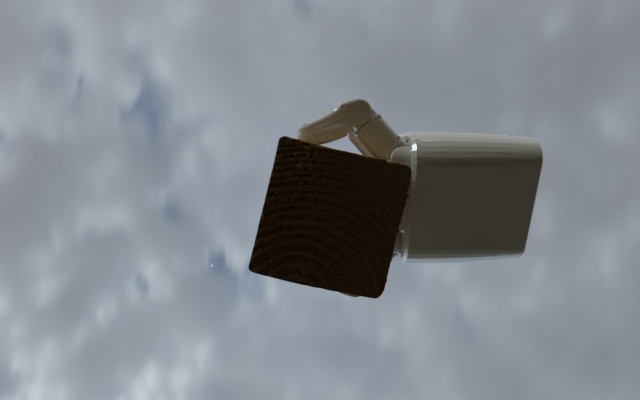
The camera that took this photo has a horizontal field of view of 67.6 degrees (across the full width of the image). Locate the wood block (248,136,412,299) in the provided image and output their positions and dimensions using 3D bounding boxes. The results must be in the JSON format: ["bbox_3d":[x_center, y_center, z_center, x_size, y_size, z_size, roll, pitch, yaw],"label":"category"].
[{"bbox_3d":[0.000,0.002,0.401,0.090,0.091,0.206,13,5,-5],"label":"wood block"}]
